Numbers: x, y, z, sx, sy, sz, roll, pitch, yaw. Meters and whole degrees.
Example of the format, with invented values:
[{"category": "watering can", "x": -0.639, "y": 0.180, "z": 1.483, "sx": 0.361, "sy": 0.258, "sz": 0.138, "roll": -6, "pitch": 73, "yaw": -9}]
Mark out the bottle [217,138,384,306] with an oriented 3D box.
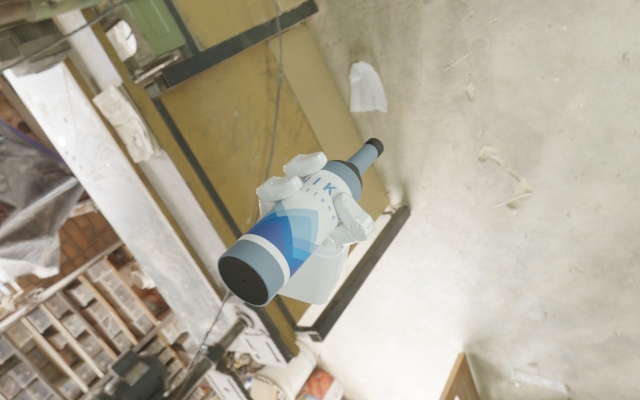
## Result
[{"category": "bottle", "x": 0.000, "y": 0.002, "z": 0.568, "sx": 0.069, "sy": 0.069, "sz": 0.295, "roll": 0, "pitch": 32, "yaw": 38}]
